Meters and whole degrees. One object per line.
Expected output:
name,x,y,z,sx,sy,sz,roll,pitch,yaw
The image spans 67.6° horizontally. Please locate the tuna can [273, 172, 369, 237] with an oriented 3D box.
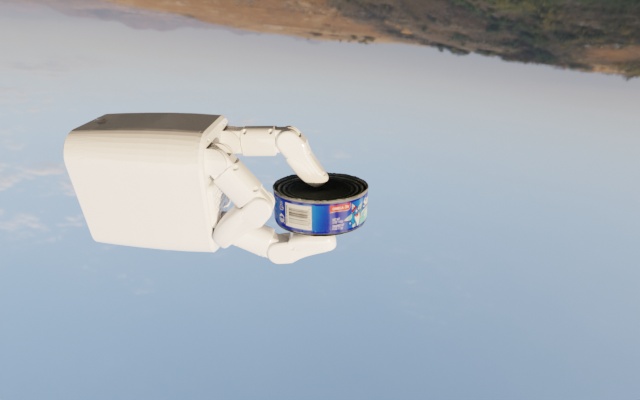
tuna can,0.000,0.002,0.433,0.086,0.034,0.086,0,19,0
